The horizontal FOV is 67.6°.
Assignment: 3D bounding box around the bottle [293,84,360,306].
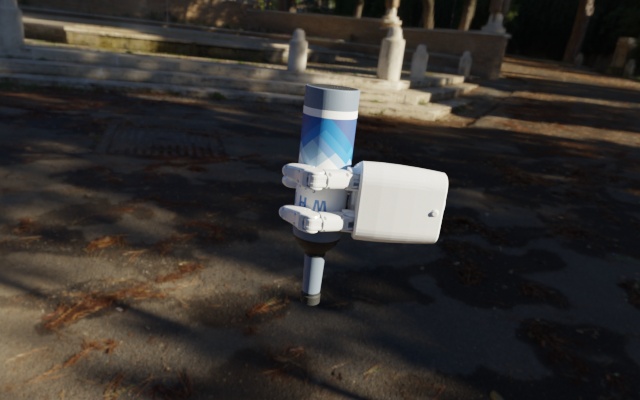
[{"bbox_3d":[0.000,0.002,0.623,0.069,0.296,0.069,6,19,-2],"label":"bottle"}]
